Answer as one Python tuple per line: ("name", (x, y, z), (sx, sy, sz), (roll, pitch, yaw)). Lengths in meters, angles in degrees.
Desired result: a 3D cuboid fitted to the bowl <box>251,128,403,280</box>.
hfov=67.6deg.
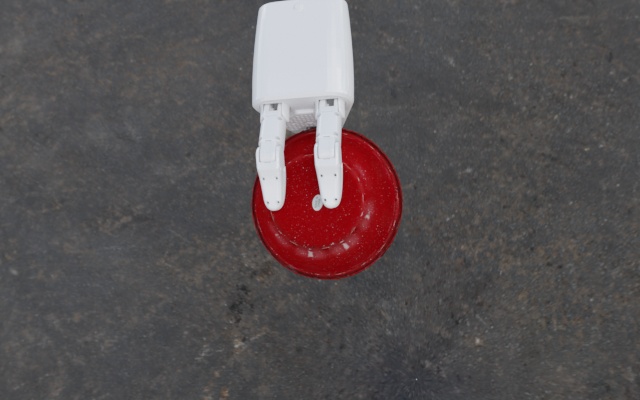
("bowl", (0.000, 0.003, 0.477), (0.162, 0.162, 0.055), (0, -2, 11))
